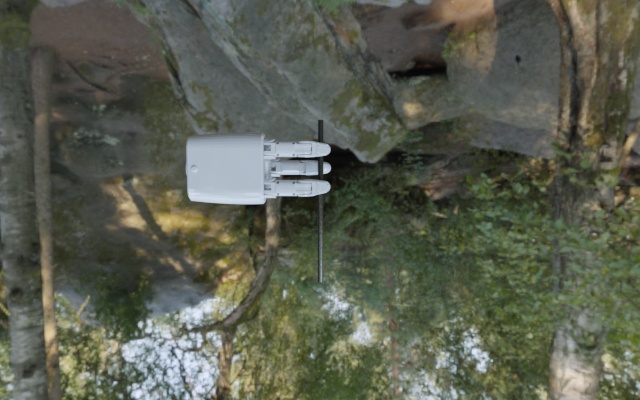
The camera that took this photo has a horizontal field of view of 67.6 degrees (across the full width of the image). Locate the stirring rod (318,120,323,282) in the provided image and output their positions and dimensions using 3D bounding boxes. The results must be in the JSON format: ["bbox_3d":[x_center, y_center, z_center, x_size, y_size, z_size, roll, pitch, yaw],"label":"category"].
[{"bbox_3d":[0.000,0.002,0.707,0.011,0.239,0.011,0,5,0],"label":"stirring rod"}]
